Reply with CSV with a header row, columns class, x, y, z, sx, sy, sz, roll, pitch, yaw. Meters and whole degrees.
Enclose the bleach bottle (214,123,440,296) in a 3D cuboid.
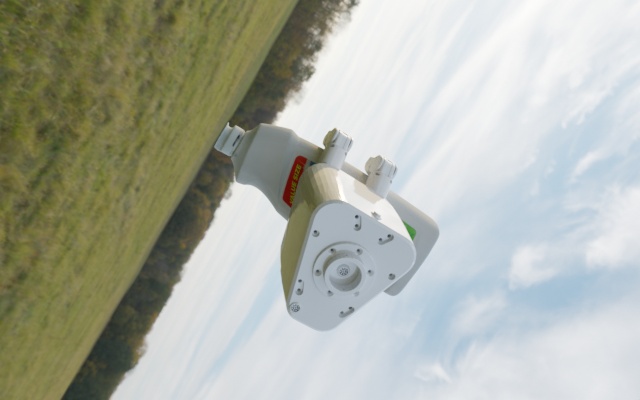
class,x,y,z,sx,sy,sz,roll,pitch,yaw
bleach bottle,0.000,0.002,0.513,0.251,0.102,0.068,30,12,-14
